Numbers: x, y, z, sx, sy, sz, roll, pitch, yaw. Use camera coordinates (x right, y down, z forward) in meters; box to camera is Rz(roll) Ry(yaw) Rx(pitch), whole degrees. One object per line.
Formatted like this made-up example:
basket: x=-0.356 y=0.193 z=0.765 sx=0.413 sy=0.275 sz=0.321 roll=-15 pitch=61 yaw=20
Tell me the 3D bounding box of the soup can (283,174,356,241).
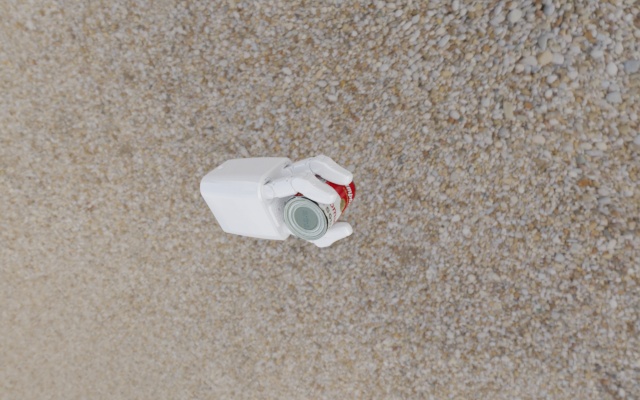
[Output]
soup can: x=0.000 y=0.002 z=0.665 sx=0.068 sy=0.068 sz=0.102 roll=0 pitch=27 yaw=28
